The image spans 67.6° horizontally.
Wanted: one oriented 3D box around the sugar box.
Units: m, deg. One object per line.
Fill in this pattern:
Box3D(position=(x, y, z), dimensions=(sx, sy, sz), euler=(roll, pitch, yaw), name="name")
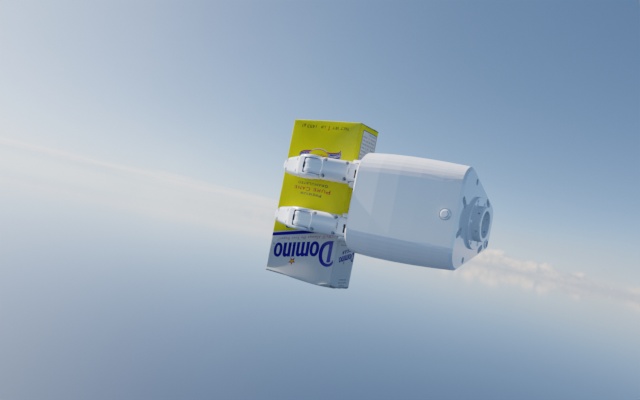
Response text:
Box3D(position=(0.000, 0.002, 0.530), dimensions=(0.093, 0.176, 0.048), euler=(9, -4, 35), name="sugar box")
